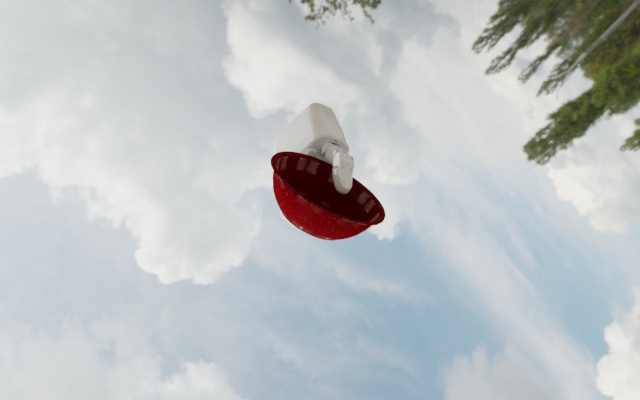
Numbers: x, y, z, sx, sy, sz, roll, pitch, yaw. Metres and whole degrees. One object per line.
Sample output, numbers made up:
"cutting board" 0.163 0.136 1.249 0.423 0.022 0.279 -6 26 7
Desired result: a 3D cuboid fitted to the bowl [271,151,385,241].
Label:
"bowl" 0.000 0.003 0.610 0.162 0.055 0.162 25 22 -11
